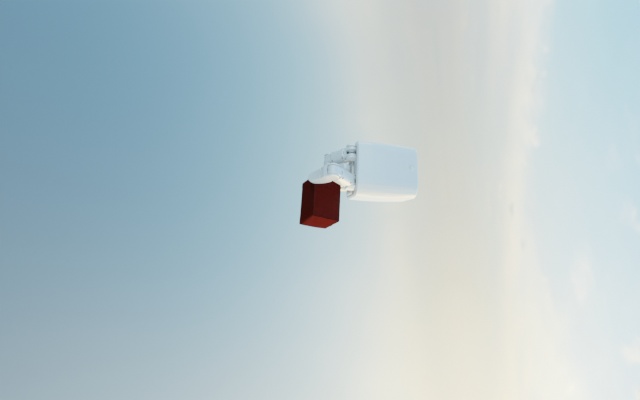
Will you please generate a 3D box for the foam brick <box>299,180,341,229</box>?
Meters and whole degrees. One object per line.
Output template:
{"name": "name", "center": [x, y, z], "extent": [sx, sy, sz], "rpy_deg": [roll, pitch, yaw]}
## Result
{"name": "foam brick", "center": [0.000, 0.003, 0.815], "extent": [0.051, 0.078, 0.053], "rpy_deg": [15, -24, -25]}
